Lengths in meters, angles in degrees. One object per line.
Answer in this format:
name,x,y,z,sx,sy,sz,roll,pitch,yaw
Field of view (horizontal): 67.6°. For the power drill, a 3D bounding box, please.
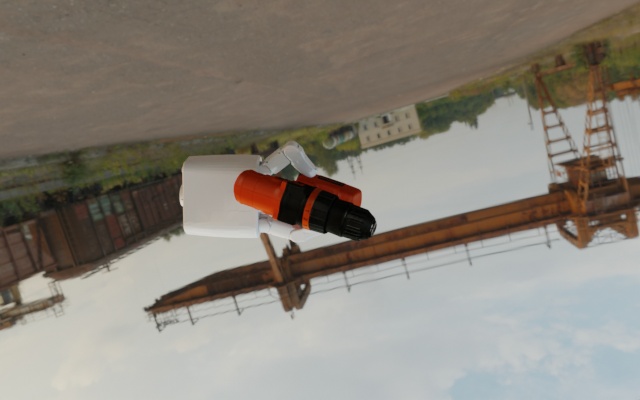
power drill,0.000,0.002,0.644,0.184,0.057,0.187,20,7,15
